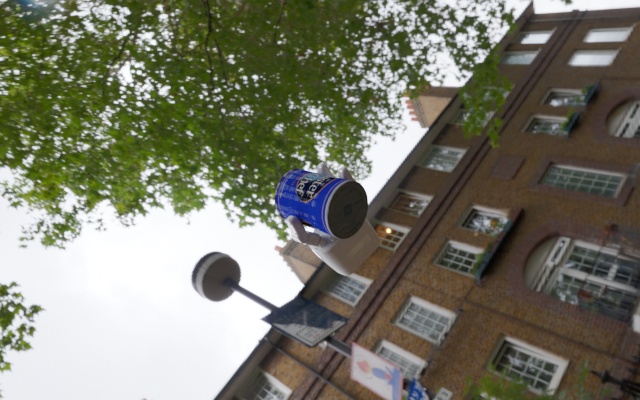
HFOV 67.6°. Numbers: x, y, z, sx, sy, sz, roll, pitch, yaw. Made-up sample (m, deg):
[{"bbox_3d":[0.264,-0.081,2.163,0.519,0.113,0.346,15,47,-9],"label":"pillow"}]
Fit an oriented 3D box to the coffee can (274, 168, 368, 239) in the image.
[{"bbox_3d":[0.000,0.003,0.863,0.103,0.103,0.140,0,12,-45],"label":"coffee can"}]
